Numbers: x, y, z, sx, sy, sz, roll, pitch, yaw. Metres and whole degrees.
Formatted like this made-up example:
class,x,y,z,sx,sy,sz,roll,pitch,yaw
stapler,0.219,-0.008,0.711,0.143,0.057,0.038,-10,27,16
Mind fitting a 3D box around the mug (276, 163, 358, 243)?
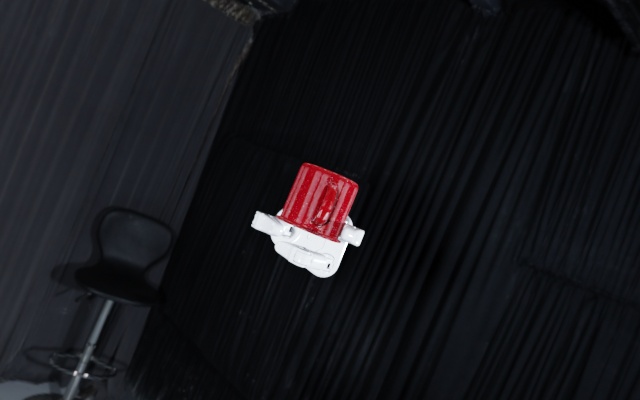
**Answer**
class,x,y,z,sx,sy,sz,roll,pitch,yaw
mug,0.000,0.002,0.619,0.093,0.081,0.117,23,0,-6
